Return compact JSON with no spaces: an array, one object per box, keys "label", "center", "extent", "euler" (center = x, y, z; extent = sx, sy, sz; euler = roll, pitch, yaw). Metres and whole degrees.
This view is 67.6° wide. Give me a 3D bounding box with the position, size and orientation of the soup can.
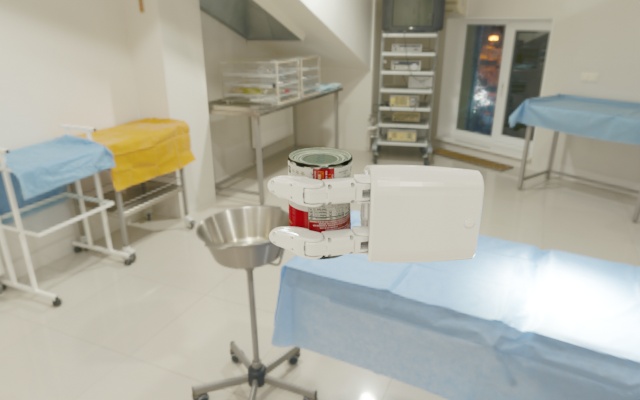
[{"label":"soup can","center":[0.000,0.001,0.503],"extent":[0.068,0.102,0.068],"euler":[0,21,0]}]
